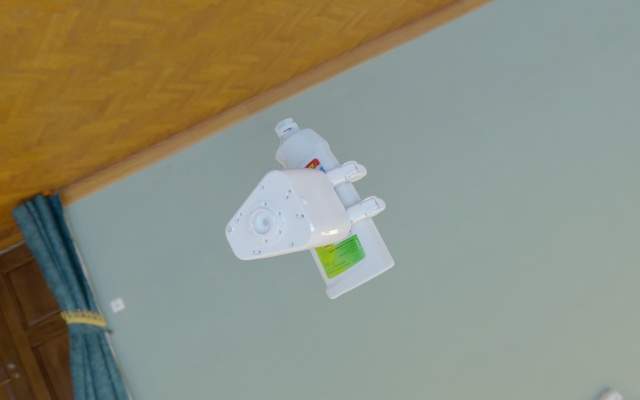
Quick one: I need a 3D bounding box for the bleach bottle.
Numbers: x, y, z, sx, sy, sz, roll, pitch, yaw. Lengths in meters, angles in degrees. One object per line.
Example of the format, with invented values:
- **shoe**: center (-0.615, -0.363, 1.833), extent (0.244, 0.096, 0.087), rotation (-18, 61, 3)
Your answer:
- **bleach bottle**: center (0.000, 0.002, 0.669), extent (0.102, 0.251, 0.068), rotation (-33, -10, 22)
